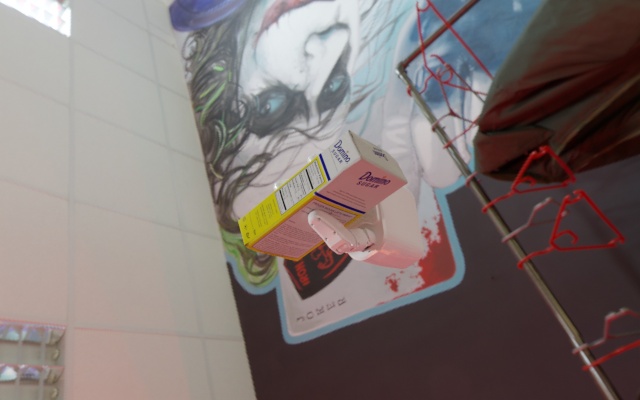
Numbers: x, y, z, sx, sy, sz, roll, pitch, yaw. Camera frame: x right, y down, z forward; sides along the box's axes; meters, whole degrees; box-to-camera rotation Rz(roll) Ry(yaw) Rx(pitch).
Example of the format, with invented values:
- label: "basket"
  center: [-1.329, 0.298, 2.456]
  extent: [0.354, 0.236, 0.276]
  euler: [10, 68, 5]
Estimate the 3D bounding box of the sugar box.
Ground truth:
- label: "sugar box"
  center: [0.000, 0.001, 0.538]
  extent: [0.176, 0.048, 0.093]
  euler: [-39, -36, 24]
